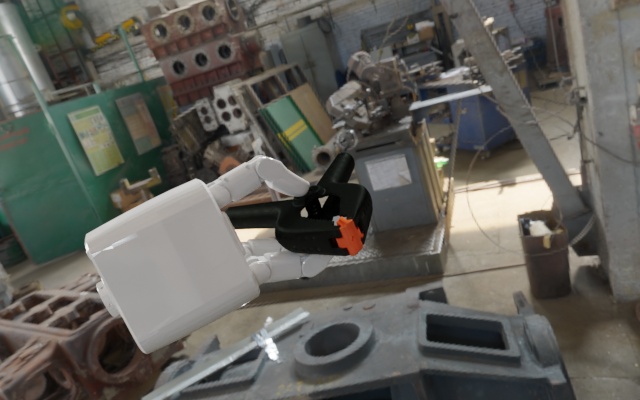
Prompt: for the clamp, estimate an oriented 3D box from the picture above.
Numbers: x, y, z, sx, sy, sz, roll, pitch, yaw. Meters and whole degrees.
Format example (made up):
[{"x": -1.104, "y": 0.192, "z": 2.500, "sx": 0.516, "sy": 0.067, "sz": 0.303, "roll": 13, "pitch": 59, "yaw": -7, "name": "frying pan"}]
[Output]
[{"x": 0.000, "y": 0.001, "z": 0.471, "sx": 0.164, "sy": 0.036, "sz": 0.210, "roll": -31, "pitch": 21, "yaw": -17, "name": "clamp"}]
